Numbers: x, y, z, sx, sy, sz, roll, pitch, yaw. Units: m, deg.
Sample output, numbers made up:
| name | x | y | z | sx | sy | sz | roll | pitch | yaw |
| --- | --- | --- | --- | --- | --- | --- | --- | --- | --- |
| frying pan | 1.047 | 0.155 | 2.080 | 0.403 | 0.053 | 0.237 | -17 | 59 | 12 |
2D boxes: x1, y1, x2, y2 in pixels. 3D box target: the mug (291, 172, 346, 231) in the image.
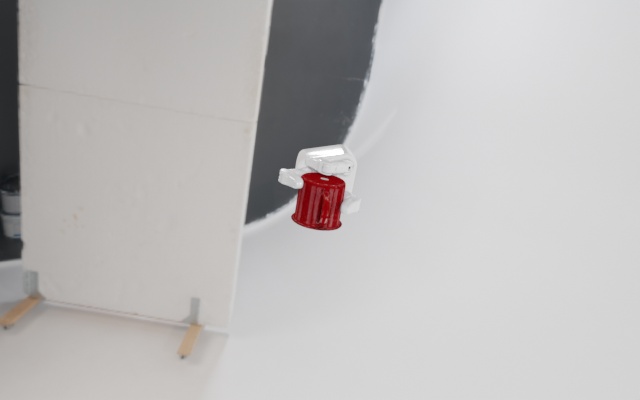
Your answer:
| name | x | y | z | sx | sy | sz | roll | pitch | yaw |
| --- | --- | --- | --- | --- | --- | --- | --- | --- | --- |
| mug | 0.000 | 0.003 | 0.837 | 0.093 | 0.081 | 0.117 | 7 | 18 | -7 |
